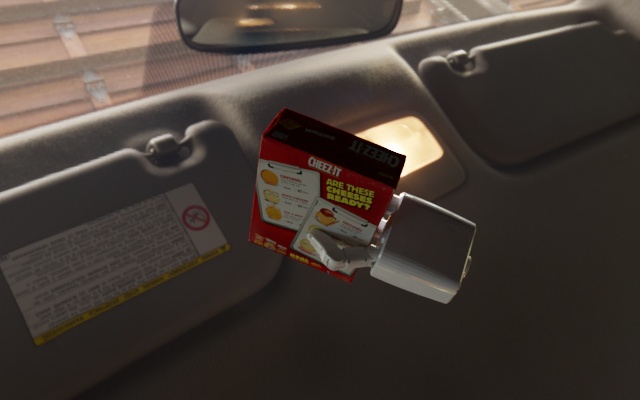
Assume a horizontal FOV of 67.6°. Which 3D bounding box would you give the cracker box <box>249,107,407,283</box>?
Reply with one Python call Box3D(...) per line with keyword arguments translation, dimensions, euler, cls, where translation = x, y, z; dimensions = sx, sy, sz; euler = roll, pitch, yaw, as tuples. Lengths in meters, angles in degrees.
Box3D(translation=(0.000, 0.002, 0.627), dimensions=(0.164, 0.072, 0.214), euler=(22, -41, 5), cls="cracker box")
